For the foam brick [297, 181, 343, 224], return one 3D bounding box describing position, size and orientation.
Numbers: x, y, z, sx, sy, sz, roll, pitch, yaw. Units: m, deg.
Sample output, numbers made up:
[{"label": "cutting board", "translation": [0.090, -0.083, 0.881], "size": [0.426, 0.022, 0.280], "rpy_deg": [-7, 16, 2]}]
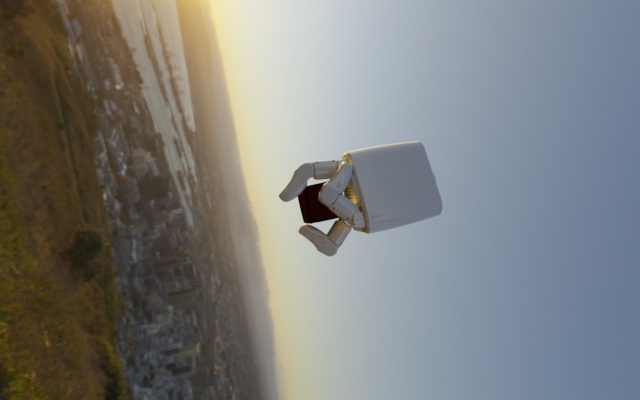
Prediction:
[{"label": "foam brick", "translation": [0.000, 0.002, 0.669], "size": [0.051, 0.053, 0.078], "rpy_deg": [-12, 2, -10]}]
